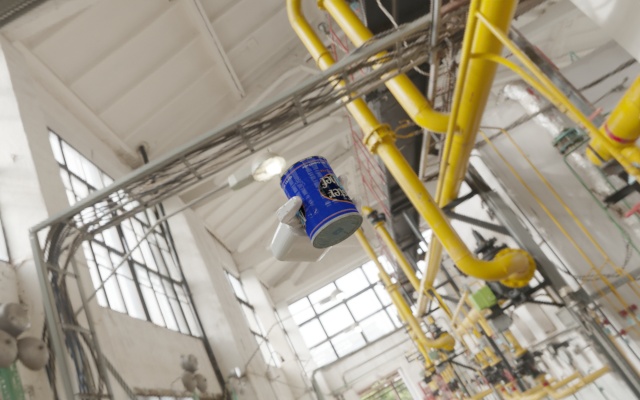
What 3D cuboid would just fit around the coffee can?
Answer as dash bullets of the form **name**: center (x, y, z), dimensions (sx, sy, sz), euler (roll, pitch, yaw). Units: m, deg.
- **coffee can**: center (0.000, 0.003, 0.881), dimensions (0.103, 0.140, 0.103), euler (-24, -26, -13)
